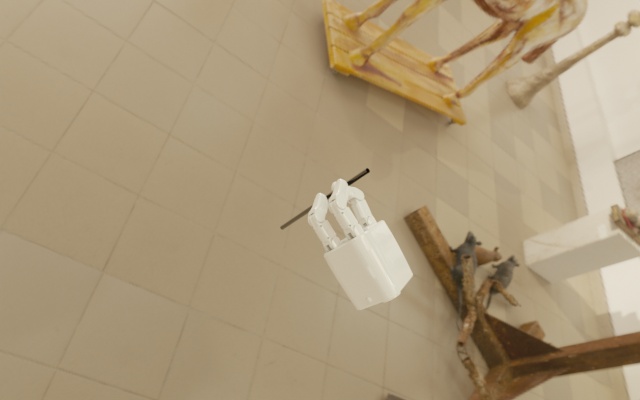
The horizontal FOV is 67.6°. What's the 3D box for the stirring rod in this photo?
[{"bbox_3d":[0.000,0.003,0.810,0.011,0.011,0.239,0,-24,-41],"label":"stirring rod"}]
